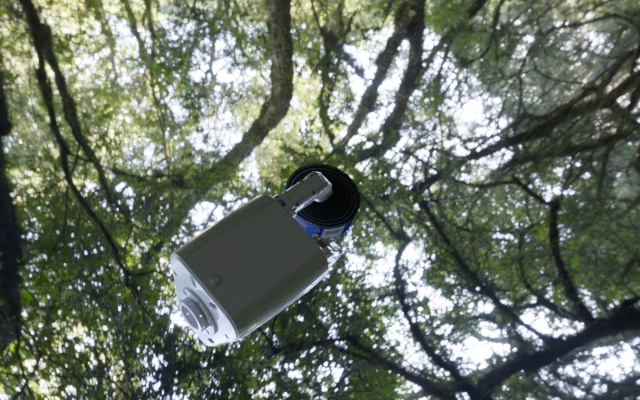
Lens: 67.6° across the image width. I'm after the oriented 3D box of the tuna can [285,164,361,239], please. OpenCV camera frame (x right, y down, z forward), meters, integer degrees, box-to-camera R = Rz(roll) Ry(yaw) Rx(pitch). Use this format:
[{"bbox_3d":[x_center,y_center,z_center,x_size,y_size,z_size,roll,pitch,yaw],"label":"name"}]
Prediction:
[{"bbox_3d":[0.000,0.002,0.543,0.086,0.086,0.034,0,-34,-15],"label":"tuna can"}]
